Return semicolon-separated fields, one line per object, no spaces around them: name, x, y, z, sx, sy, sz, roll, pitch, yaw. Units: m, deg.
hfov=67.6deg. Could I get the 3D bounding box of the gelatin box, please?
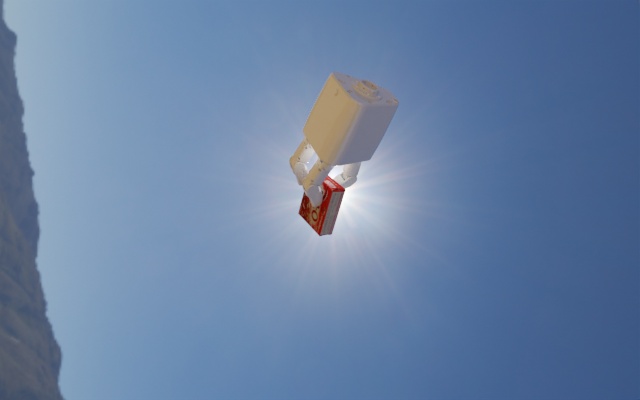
gelatin box;0.000;0.003;0.796;0.030;0.089;0.073;-4;32;-35
